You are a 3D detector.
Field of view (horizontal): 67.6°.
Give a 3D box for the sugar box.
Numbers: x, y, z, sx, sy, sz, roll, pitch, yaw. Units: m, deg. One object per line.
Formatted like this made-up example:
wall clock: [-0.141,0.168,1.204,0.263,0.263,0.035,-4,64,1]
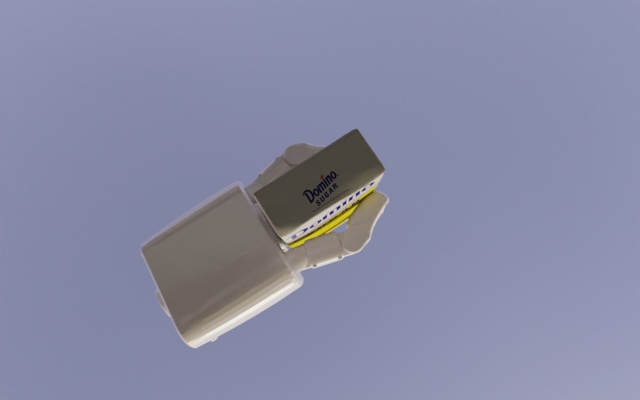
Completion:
sugar box: [0.000,0.002,0.426,0.093,0.048,0.176,-33,-6,-4]
